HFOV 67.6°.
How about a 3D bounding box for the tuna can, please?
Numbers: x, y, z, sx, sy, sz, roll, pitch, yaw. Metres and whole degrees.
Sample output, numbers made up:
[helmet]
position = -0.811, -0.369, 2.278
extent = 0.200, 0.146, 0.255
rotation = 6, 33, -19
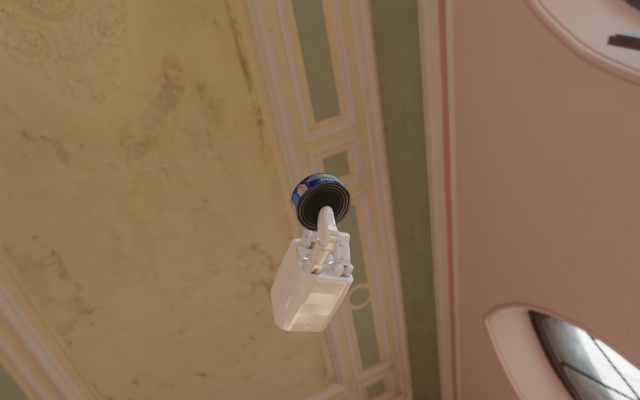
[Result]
[tuna can]
position = 0.000, 0.002, 0.715
extent = 0.086, 0.086, 0.033
rotation = 0, 31, -25
